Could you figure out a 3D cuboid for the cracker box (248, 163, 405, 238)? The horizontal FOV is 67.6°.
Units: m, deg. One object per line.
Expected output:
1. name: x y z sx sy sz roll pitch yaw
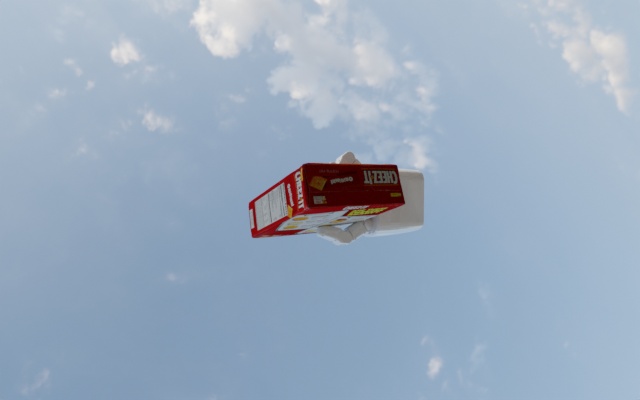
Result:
1. cracker box: 0.000 0.003 0.752 0.164 0.072 0.214 -3 -13 -30
